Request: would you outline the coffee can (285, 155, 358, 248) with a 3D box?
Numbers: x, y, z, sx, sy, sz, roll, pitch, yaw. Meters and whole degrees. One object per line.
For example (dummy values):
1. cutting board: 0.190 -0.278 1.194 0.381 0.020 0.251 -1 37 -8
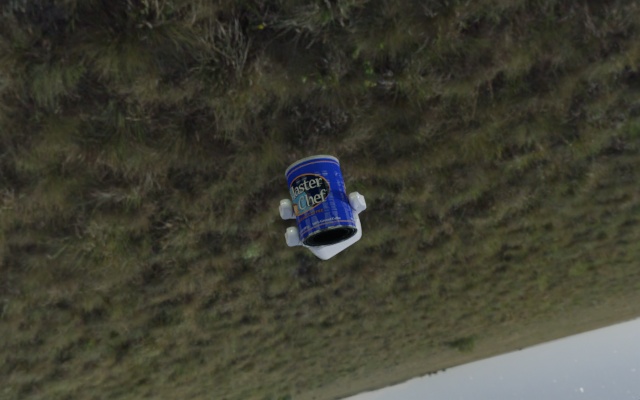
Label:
1. coffee can: 0.000 0.003 0.865 0.103 0.140 0.103 -12 -21 -5
